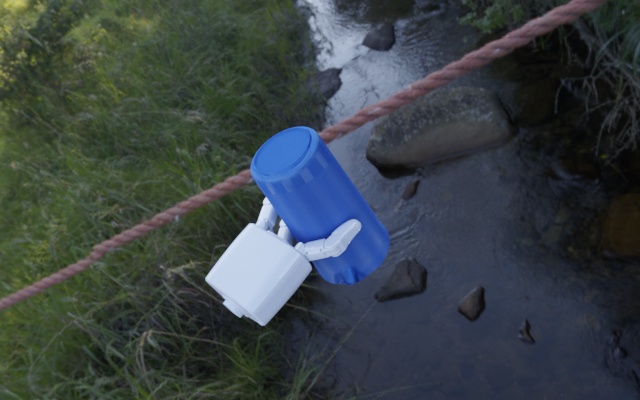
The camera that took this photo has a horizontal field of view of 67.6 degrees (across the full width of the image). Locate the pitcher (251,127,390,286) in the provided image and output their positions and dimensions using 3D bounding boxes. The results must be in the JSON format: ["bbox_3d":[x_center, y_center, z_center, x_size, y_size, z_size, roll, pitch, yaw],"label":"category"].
[{"bbox_3d":[0.000,0.003,0.728,0.149,0.145,0.243,20,-27,46],"label":"pitcher"}]
